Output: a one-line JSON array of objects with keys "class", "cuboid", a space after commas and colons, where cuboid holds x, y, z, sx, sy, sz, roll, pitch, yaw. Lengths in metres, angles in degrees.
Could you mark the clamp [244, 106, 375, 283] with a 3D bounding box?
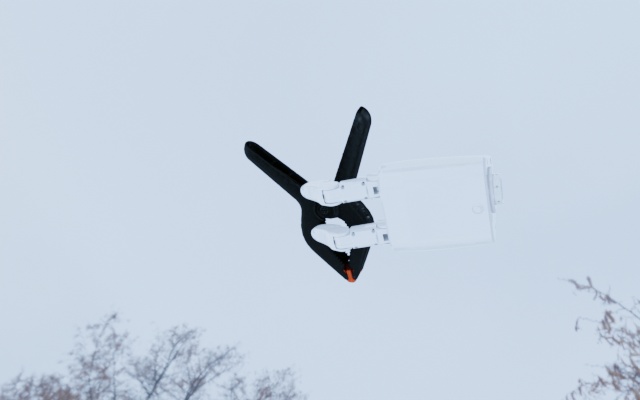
[{"class": "clamp", "cuboid": [0.001, 0.002, 0.577, 0.164, 0.210, 0.036, -5, 20, 26]}]
